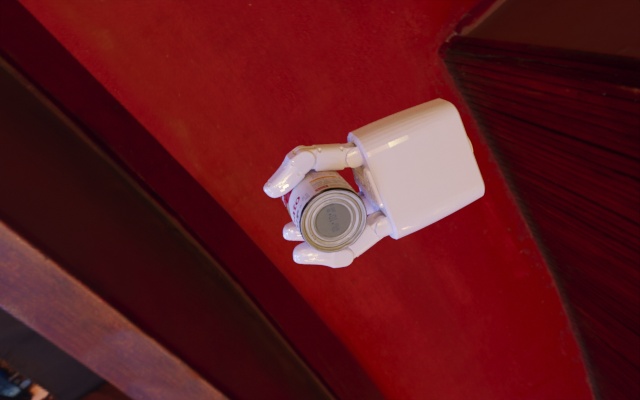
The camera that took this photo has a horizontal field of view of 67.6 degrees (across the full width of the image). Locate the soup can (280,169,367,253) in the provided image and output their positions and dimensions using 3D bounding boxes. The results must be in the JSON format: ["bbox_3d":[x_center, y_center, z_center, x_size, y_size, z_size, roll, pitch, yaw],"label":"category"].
[{"bbox_3d":[0.000,0.002,0.485,0.068,0.068,0.102,0,22,-16],"label":"soup can"}]
